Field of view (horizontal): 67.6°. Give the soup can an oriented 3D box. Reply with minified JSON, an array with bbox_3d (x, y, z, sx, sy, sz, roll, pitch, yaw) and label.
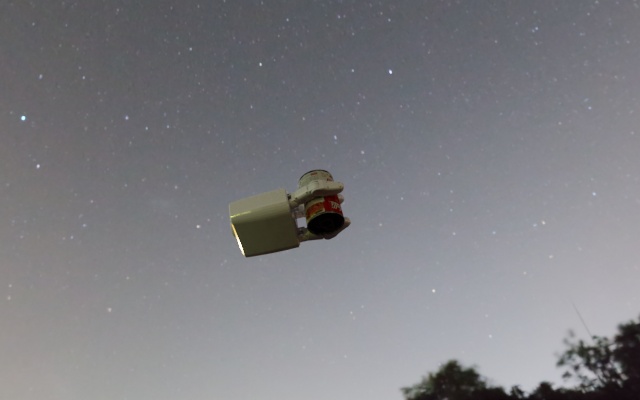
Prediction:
[{"bbox_3d":[0.001,0.002,0.866,0.068,0.102,0.069,-9,-38,-7],"label":"soup can"}]
